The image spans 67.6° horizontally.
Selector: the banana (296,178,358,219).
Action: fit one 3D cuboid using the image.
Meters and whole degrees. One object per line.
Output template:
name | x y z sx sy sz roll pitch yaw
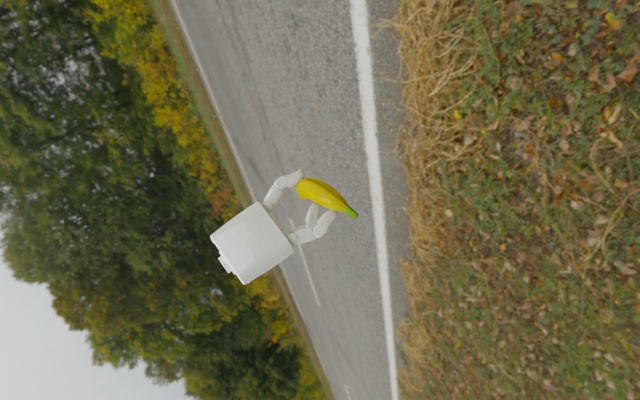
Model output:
banana | -0.007 -0.011 0.853 0.037 0.070 0.197 -39 27 -13
